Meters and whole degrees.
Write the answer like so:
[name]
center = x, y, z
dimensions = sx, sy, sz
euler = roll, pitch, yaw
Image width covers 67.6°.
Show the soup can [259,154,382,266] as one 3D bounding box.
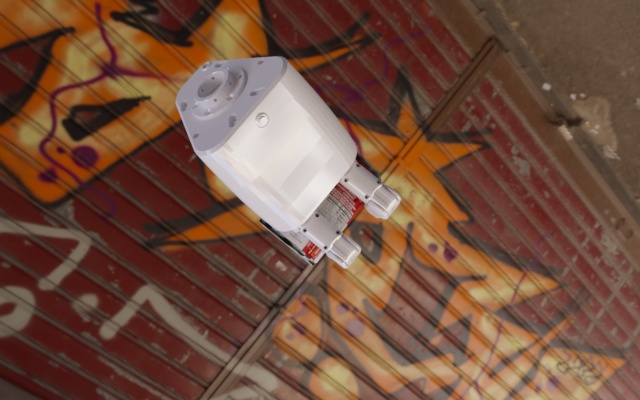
[soup can]
center = 0.000, 0.002, 0.447
dimensions = 0.068, 0.102, 0.068
euler = 39, -7, 6
